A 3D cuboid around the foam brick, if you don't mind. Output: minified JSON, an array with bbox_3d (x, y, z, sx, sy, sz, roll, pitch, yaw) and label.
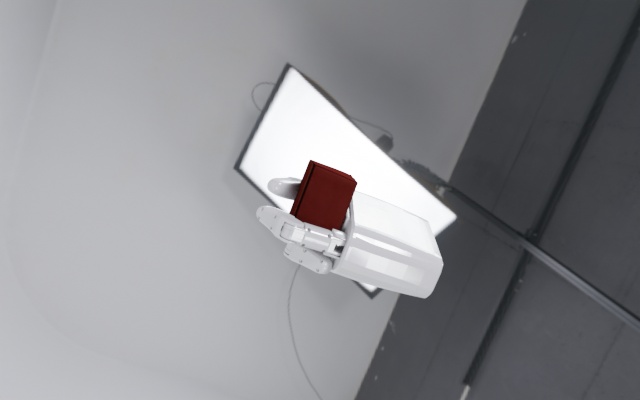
[{"bbox_3d":[0.000,0.001,0.511,0.051,0.078,0.053,20,10,-8],"label":"foam brick"}]
